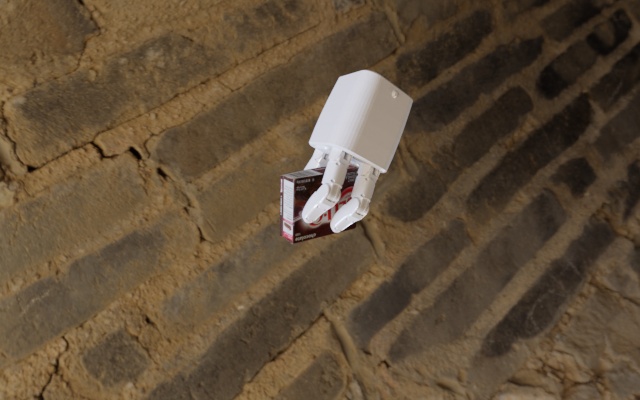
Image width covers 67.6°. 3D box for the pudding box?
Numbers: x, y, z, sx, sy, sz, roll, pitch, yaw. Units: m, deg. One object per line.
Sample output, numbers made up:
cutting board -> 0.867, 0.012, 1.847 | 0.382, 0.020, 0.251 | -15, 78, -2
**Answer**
pudding box -> 0.000, 0.002, 0.649 | 0.113, 0.090, 0.039 | -11, 22, -33
